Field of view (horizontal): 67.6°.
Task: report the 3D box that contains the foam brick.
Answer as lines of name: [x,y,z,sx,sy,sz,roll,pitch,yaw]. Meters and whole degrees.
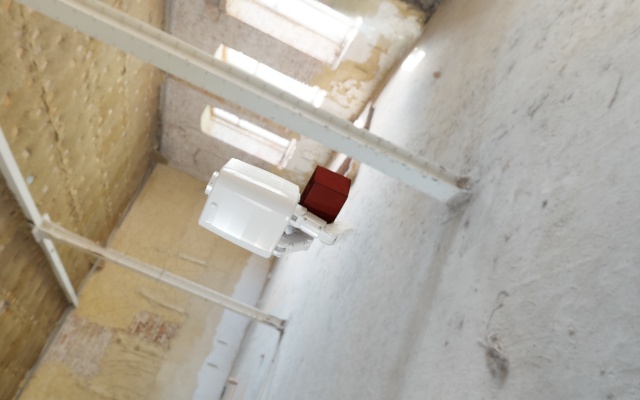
foam brick: [0.000,0.002,0.643,0.051,0.078,0.053,26,28,-7]
